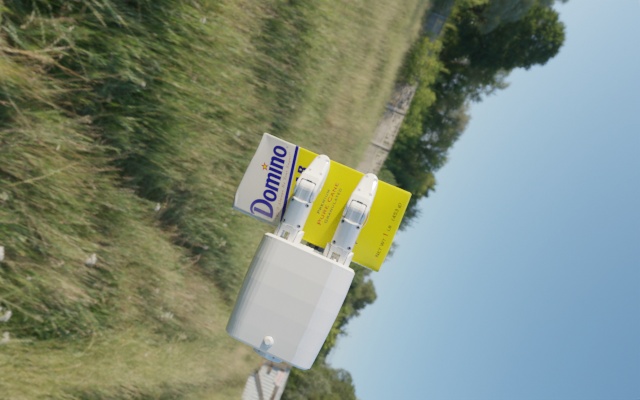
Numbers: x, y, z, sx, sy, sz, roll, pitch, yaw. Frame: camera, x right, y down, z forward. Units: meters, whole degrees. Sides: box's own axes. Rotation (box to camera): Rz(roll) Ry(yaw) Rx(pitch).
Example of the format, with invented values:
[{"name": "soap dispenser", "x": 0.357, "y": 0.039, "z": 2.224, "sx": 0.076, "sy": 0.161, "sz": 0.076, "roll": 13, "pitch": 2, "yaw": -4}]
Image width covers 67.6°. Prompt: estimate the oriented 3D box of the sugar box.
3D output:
[{"name": "sugar box", "x": 0.000, "y": 0.002, "z": 0.527, "sx": 0.176, "sy": 0.093, "sz": 0.048, "roll": 23, "pitch": -6, "yaw": 6}]
